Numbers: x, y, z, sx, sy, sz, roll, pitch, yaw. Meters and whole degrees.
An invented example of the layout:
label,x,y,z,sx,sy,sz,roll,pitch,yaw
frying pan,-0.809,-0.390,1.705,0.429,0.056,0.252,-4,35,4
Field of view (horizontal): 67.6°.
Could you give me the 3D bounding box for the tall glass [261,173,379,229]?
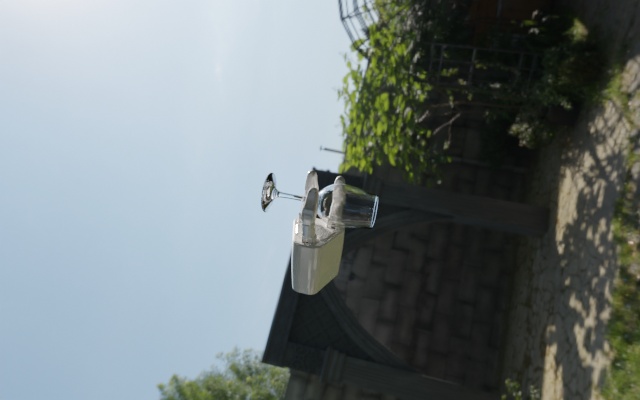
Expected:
label,x,y,z,sx,sy,sz,roll,pitch,yaw
tall glass,-0.001,0.003,0.857,0.201,0.079,0.079,10,2,12
